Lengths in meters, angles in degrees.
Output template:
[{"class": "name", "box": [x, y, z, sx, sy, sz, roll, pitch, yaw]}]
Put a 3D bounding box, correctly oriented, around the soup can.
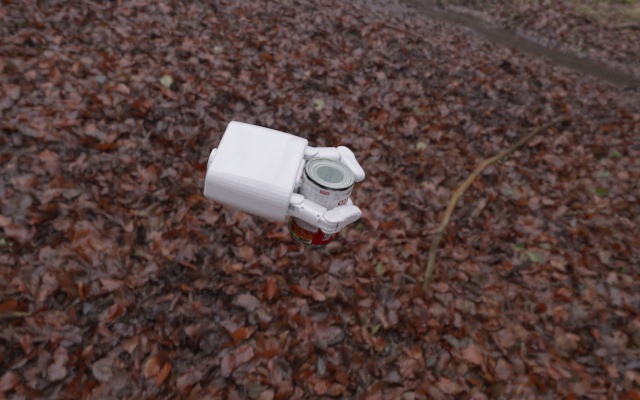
[{"class": "soup can", "box": [0.001, 0.002, 0.630, 0.068, 0.102, 0.068, 11, 38, -9]}]
